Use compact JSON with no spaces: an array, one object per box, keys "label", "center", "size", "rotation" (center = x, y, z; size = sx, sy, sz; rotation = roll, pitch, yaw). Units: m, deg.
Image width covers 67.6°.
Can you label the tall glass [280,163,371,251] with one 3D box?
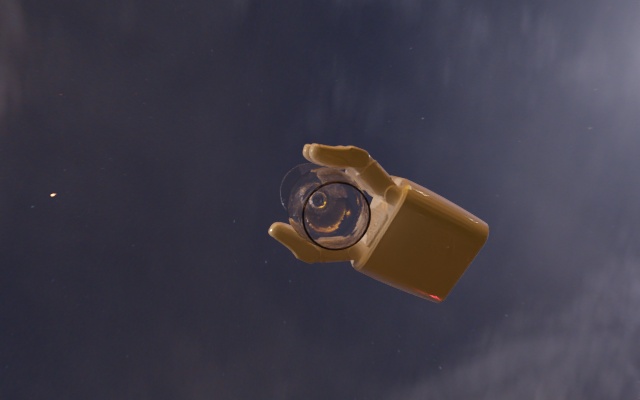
[{"label":"tall glass","center":[0.000,0.002,0.514],"size":[0.079,0.079,0.201],"rotation":[0,7,-8]}]
